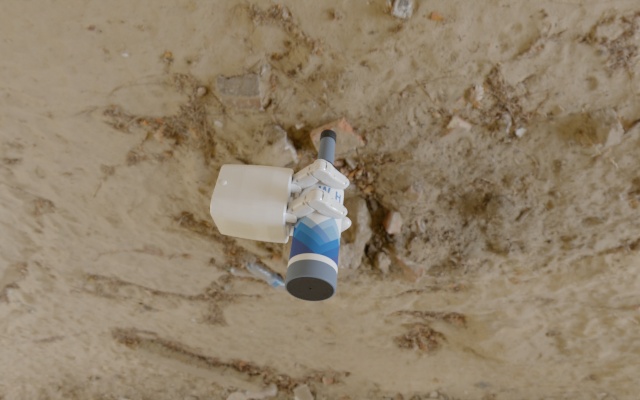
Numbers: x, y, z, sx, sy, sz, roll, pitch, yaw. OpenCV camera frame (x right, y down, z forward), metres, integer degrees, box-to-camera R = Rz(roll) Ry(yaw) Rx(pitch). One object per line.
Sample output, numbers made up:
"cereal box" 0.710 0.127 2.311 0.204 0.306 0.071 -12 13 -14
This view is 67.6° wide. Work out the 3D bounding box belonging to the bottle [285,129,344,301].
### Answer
"bottle" 0.000 0.003 0.710 0.069 0.295 0.069 4 -40 3
